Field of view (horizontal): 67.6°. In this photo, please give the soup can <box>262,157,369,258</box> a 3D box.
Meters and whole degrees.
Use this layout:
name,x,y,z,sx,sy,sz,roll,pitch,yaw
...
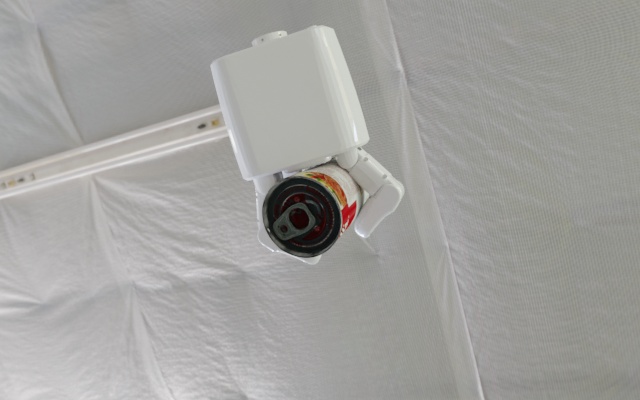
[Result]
name,x,y,z,sx,sy,sz,roll,pitch,yaw
soup can,0.000,0.002,0.424,0.068,0.068,0.102,0,14,19
